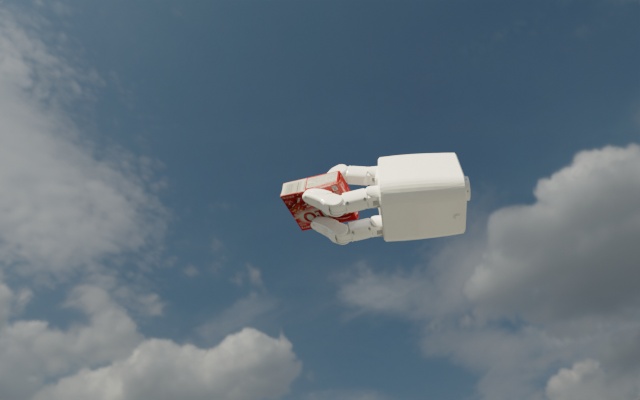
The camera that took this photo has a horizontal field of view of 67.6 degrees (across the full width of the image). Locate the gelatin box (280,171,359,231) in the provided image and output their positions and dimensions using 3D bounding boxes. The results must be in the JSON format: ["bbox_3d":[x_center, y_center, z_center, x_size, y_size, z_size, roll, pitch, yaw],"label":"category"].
[{"bbox_3d":[0.000,0.002,0.660,0.089,0.030,0.073,-12,-48,22],"label":"gelatin box"}]
